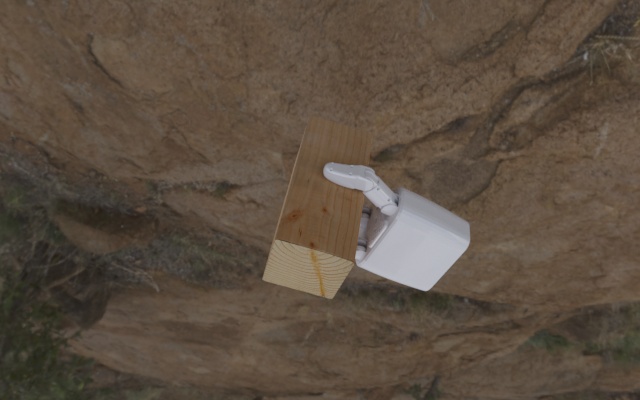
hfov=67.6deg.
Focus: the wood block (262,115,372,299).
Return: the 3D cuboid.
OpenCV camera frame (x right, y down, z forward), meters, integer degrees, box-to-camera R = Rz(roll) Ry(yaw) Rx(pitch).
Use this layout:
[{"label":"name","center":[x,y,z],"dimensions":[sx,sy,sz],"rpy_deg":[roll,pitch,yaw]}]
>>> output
[{"label":"wood block","center":[0.001,0.002,0.596],"dimensions":[0.090,0.206,0.091],"rpy_deg":[17,-41,-6]}]
